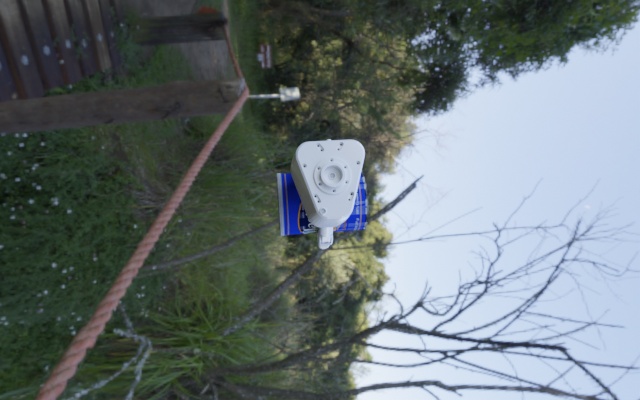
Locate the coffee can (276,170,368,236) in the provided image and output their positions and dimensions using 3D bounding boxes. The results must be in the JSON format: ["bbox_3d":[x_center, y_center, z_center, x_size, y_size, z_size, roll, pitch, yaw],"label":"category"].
[{"bbox_3d":[0.000,0.003,0.788,0.140,0.103,0.103,-4,0,-5],"label":"coffee can"}]
